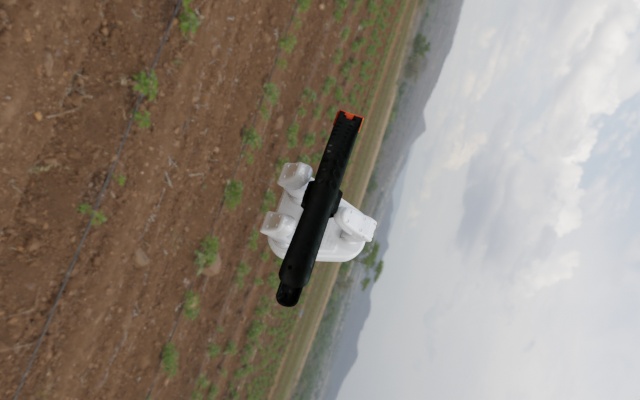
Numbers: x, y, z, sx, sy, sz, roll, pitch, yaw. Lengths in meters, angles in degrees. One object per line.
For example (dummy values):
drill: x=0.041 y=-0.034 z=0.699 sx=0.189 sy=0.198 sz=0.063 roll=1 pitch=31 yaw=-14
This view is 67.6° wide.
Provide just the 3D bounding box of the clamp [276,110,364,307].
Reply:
clamp: x=0.001 y=0.001 z=0.460 sx=0.036 sy=0.210 sz=0.164 roll=20 pitch=-12 yaw=-1
